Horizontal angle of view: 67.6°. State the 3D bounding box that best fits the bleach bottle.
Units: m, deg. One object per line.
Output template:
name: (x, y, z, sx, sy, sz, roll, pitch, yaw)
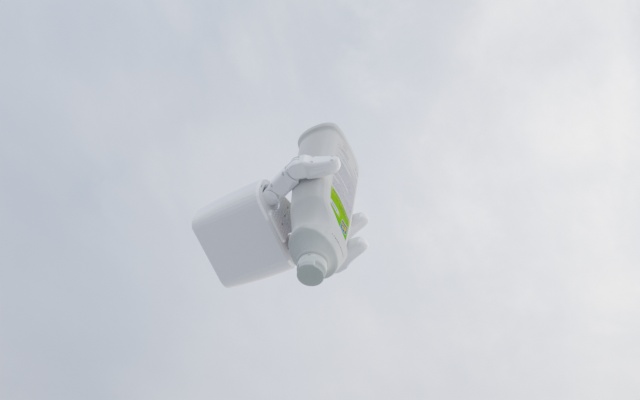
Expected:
bleach bottle: (0.000, 0.002, 0.579, 0.068, 0.103, 0.250, -21, 27, 20)
